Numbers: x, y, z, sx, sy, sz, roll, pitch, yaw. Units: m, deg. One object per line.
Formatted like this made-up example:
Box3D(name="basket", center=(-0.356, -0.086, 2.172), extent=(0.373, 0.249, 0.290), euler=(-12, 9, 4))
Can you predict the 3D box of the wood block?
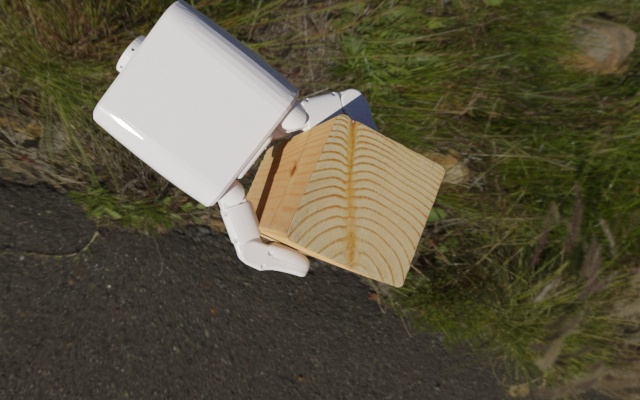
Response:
Box3D(name="wood block", center=(0.000, 0.001, 0.408), extent=(0.090, 0.091, 0.206), euler=(25, -7, -17))
